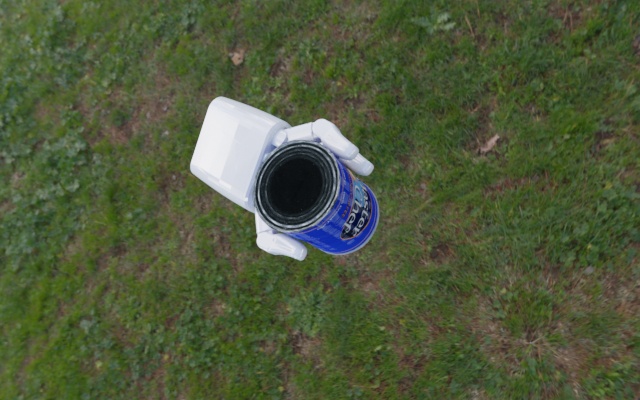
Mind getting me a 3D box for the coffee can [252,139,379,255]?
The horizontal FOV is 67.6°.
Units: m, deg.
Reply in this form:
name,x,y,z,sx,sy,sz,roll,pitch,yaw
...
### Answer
name,x,y,z,sx,sy,sz,roll,pitch,yaw
coffee can,0.000,0.002,0.559,0.103,0.102,0.140,0,-15,24
